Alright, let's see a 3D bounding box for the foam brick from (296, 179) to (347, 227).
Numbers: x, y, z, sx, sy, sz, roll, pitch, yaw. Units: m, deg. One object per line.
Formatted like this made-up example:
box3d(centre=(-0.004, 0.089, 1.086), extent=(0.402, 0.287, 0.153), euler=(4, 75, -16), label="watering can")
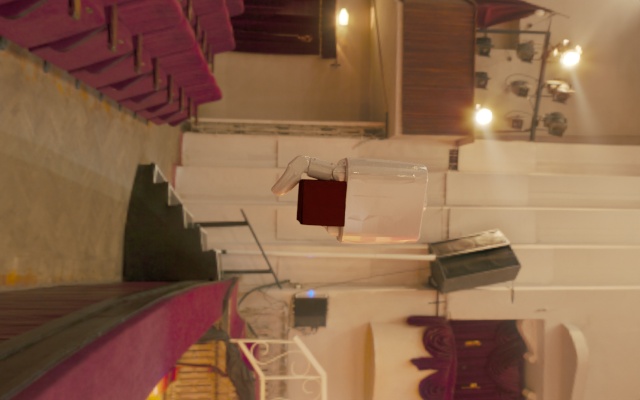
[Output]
box3d(centre=(0.000, 0.002, 0.569), extent=(0.051, 0.053, 0.078), euler=(4, 2, -6), label="foam brick")
